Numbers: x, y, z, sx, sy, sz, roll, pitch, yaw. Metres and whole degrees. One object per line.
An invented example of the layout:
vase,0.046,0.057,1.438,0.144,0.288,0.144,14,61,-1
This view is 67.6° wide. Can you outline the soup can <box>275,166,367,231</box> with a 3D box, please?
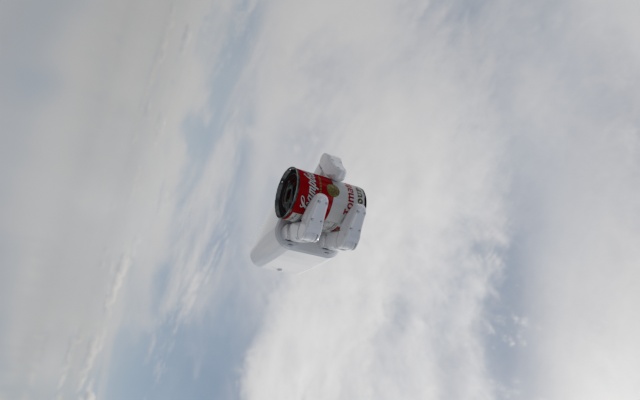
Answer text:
soup can,0.001,0.002,0.621,0.102,0.068,0.068,15,-7,-24
